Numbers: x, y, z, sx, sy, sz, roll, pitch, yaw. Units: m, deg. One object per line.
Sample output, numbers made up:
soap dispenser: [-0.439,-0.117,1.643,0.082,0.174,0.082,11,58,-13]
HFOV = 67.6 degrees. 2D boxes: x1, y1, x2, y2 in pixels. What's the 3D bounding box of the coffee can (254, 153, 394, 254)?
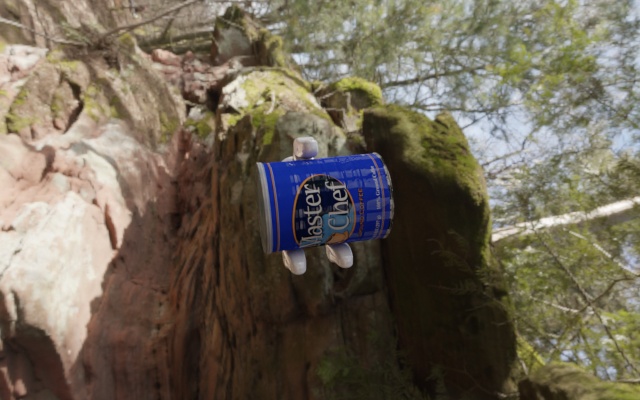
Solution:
coffee can: [0.000,0.002,0.548,0.140,0.103,0.103,-6,1,-11]
